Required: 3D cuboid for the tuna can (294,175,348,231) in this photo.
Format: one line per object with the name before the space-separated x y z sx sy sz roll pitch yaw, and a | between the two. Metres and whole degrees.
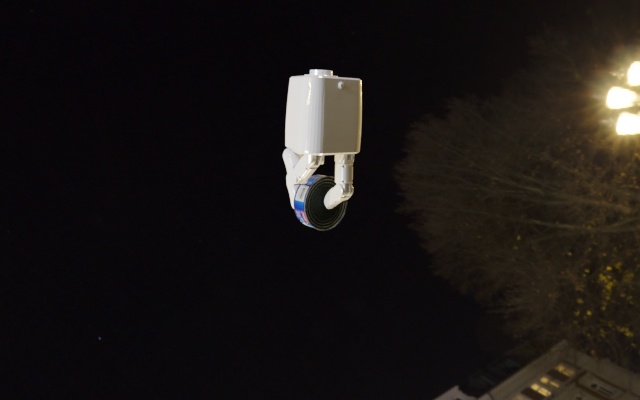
tuna can | 0.000 0.002 0.755 0.086 0.086 0.033 0 9 -39
